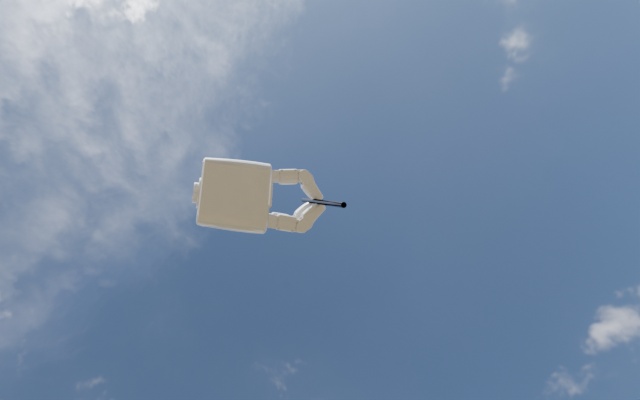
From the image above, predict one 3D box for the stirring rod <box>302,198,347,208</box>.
[{"bbox_3d":[0.000,0.002,0.741,0.011,0.011,0.239,0,2,-15],"label":"stirring rod"}]
